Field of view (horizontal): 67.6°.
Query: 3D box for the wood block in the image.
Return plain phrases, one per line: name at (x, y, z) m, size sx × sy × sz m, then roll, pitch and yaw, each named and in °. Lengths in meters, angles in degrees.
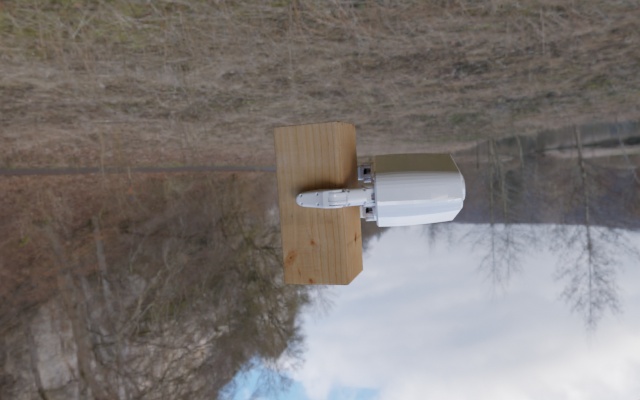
wood block at (0.000, 0.002, 0.645) m, size 0.090 × 0.206 × 0.091 m, roll -2°, pitch 5°, yaw 18°
